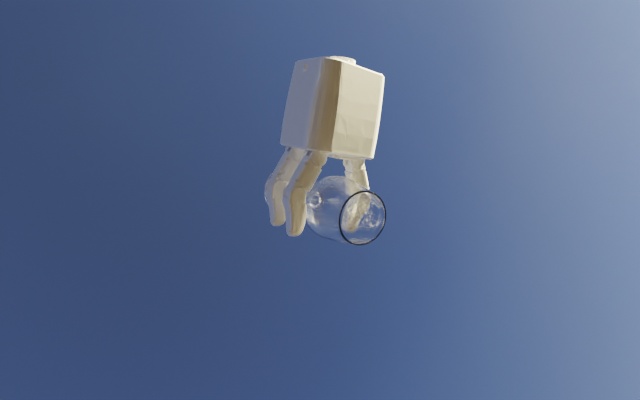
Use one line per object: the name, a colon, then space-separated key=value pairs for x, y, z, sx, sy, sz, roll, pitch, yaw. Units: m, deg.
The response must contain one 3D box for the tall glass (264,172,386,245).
tall glass: x=0.000 y=0.002 z=0.605 sx=0.079 sy=0.079 sz=0.201 roll=0 pitch=10 yaw=-28
